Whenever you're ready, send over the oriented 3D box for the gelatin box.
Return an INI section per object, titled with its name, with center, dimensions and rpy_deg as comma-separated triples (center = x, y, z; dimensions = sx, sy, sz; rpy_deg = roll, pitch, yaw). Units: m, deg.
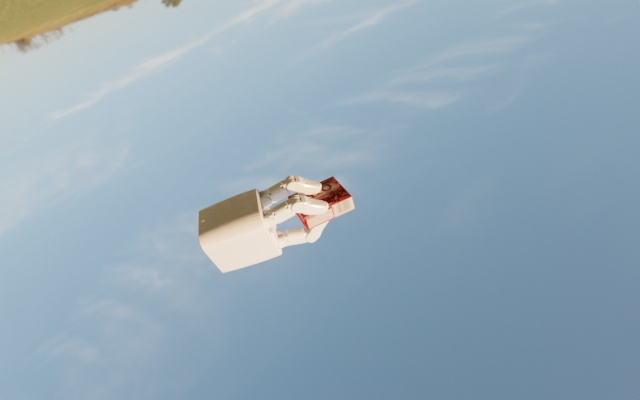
[gelatin box]
center = 0.001, 0.003, 0.787
dimensions = 0.089, 0.030, 0.073
rpy_deg = -24, 37, -12
